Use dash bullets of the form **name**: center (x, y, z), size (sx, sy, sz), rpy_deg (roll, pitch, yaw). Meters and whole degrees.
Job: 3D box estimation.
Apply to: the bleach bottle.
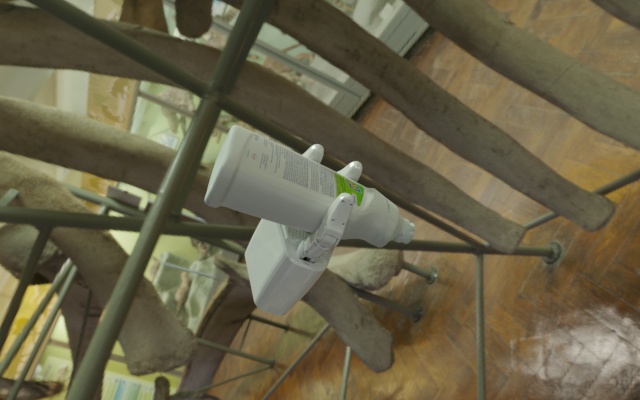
- **bleach bottle**: center (0.000, 0.002, 0.557), size (0.251, 0.068, 0.102), rpy_deg (22, 36, -17)
